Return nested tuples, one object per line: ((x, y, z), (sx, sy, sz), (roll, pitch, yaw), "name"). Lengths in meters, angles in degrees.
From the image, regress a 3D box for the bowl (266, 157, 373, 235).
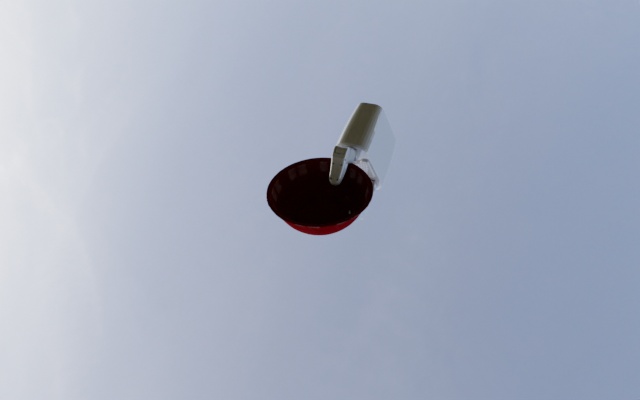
((-0.001, 0.003, 0.736), (0.162, 0.055, 0.162), (-2, 41, 2), "bowl")
